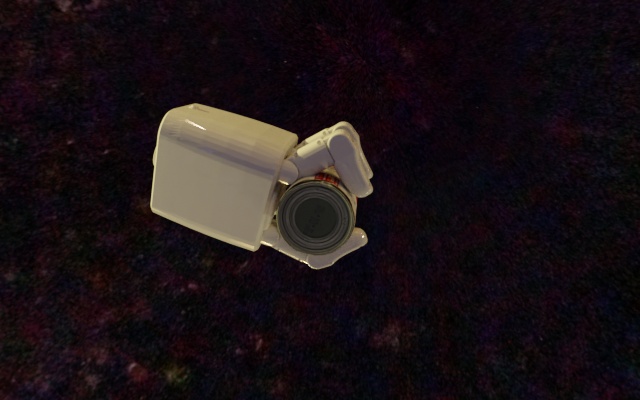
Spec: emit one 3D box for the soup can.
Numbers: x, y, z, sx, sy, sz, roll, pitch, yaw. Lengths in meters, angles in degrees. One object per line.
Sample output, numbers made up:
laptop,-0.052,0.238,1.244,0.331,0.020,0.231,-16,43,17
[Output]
soup can,0.000,0.002,0.441,0.068,0.068,0.102,0,16,6
